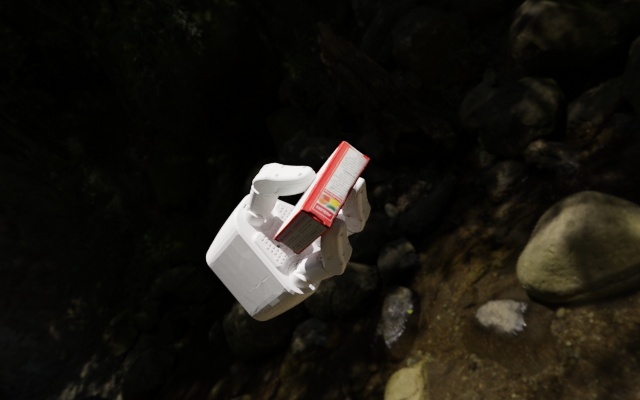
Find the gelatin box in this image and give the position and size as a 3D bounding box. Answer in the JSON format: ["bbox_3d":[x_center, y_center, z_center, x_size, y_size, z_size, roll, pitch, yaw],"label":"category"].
[{"bbox_3d":[0.000,0.001,0.407,0.030,0.073,0.089,34,-28,-4],"label":"gelatin box"}]
